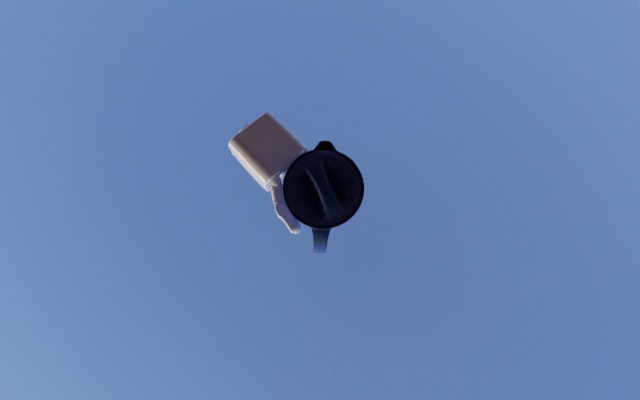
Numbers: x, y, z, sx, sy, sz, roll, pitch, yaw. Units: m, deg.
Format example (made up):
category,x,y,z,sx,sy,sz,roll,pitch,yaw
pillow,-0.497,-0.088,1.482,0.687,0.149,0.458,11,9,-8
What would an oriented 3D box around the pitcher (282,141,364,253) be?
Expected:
category,x,y,z,sx,sy,sz,roll,pitch,yaw
pitcher,0.000,0.003,0.887,0.149,0.145,0.243,-43,-4,-6
